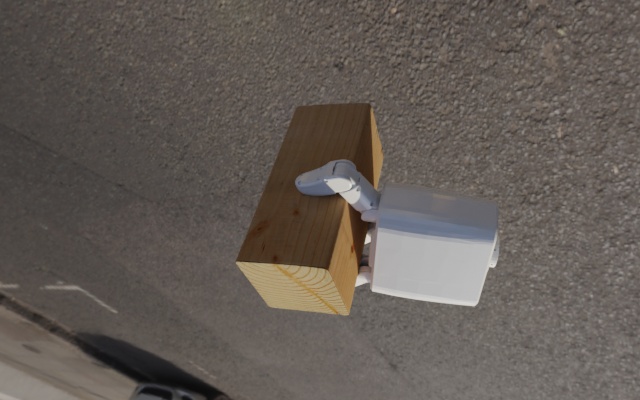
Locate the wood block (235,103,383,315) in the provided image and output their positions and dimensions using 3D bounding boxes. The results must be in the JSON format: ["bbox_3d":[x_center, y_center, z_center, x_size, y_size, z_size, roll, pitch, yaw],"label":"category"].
[{"bbox_3d":[0.000,0.002,0.499,0.090,0.206,0.091,1,-38,20],"label":"wood block"}]
